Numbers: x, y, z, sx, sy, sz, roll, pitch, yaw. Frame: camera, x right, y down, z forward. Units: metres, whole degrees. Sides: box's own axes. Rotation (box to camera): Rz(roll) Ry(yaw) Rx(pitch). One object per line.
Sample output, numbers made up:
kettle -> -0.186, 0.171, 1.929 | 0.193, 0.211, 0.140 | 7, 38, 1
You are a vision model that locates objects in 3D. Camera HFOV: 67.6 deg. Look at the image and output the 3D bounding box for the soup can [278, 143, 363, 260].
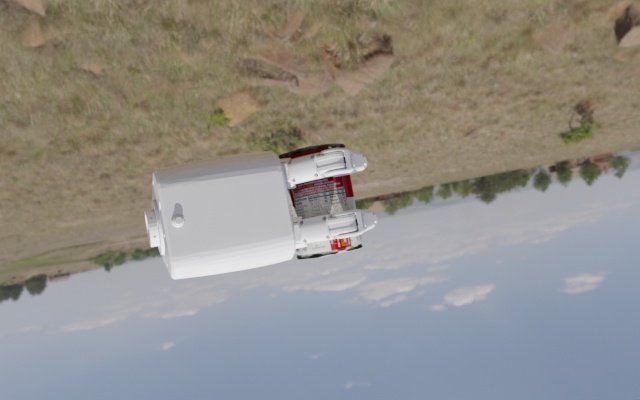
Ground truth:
soup can -> 0.001, 0.002, 0.467 | 0.068, 0.102, 0.068 | -11, -2, 0
